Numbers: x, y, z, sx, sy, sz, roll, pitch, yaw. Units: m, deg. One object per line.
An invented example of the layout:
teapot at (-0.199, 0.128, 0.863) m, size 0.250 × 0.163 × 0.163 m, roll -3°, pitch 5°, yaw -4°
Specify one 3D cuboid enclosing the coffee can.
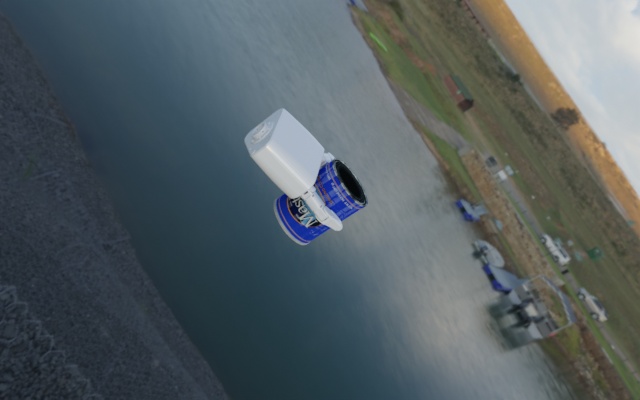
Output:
coffee can at (0.000, 0.003, 0.869) m, size 0.140 × 0.103 × 0.103 m, roll -34°, pitch -13°, yaw 20°
